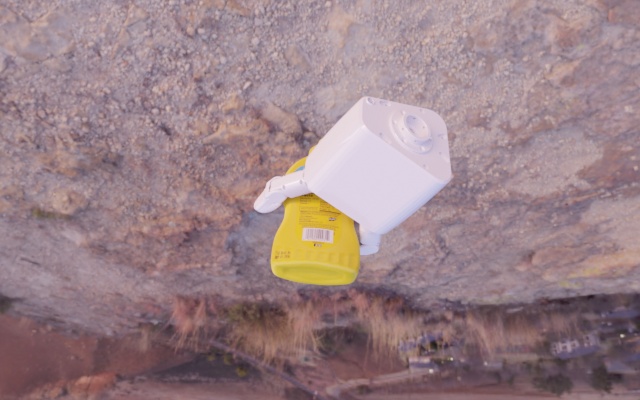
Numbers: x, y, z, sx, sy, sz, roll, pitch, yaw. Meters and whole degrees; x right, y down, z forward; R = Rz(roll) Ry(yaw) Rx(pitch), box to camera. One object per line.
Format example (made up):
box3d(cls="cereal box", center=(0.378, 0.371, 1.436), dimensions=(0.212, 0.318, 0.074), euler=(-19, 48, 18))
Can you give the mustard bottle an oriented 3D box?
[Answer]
box3d(cls="mustard bottle", center=(0.000, 0.002, 0.567), dimensions=(0.096, 0.191, 0.058), euler=(5, -34, 0))
